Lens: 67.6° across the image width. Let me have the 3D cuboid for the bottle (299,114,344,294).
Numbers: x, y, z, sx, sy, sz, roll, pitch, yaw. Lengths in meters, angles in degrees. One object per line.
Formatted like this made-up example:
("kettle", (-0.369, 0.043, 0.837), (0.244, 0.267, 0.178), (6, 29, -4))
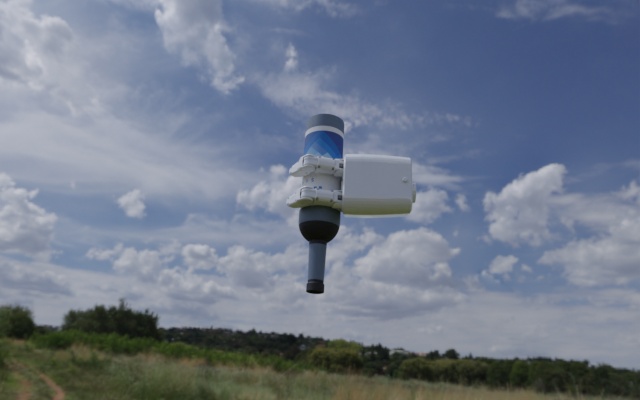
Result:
("bottle", (0.000, 0.002, 0.774), (0.069, 0.295, 0.069), (3, -22, 1))
